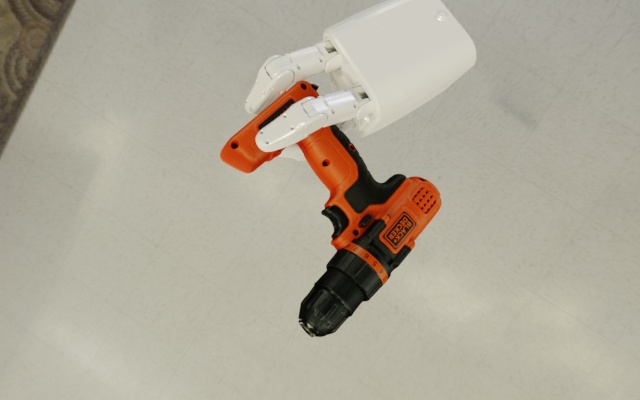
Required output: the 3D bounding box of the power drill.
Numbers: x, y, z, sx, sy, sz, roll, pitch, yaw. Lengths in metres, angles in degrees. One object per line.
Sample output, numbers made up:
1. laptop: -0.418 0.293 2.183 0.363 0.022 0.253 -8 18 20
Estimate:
1. power drill: 0.000 0.001 0.434 0.184 0.187 0.057 -46 7 -23
